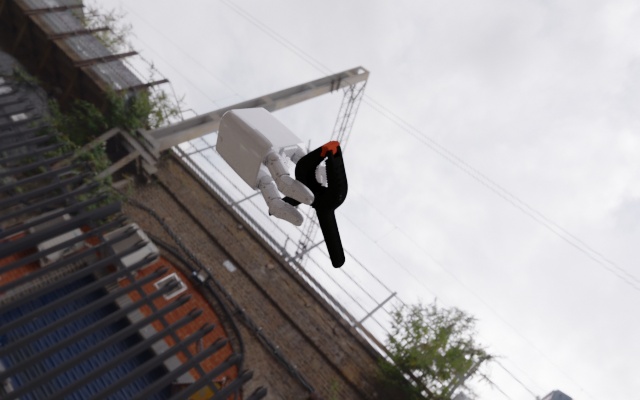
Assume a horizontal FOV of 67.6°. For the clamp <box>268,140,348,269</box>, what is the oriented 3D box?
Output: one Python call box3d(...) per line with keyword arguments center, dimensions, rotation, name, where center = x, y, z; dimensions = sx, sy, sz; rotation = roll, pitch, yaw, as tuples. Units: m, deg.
box3d(center=(0.001, 0.002, 0.737), dimensions=(0.164, 0.210, 0.036), rotation=(41, 46, 16), name="clamp")
